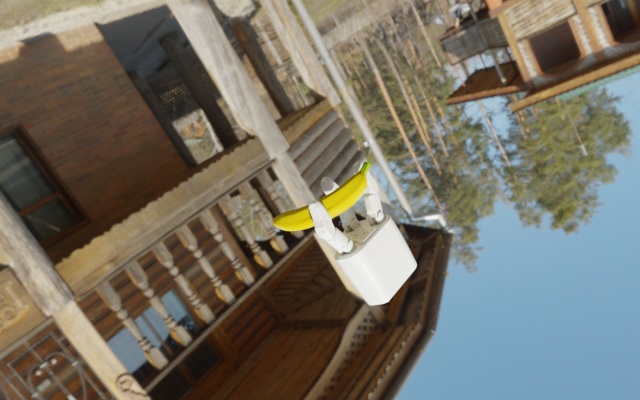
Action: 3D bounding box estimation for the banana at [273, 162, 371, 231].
[{"bbox_3d":[0.001,0.009,0.774,0.198,0.037,0.069,-30,21,18],"label":"banana"}]
